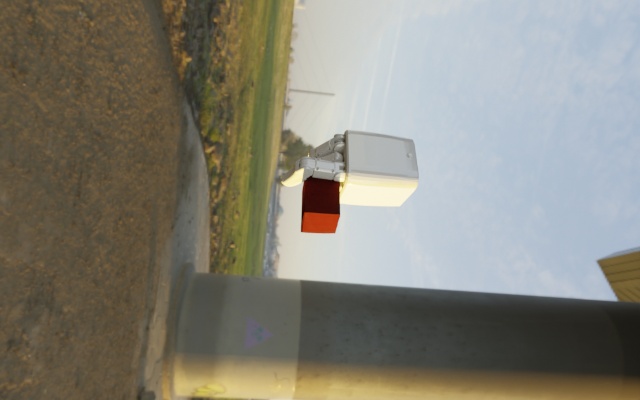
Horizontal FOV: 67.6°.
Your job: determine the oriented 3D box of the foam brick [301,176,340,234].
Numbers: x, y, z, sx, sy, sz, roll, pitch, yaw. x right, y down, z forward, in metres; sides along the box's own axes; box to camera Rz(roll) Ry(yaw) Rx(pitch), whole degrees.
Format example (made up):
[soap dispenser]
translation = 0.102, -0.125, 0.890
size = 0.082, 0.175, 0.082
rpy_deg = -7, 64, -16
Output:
[foam brick]
translation = 0.000, 0.003, 0.690
size = 0.051, 0.078, 0.053
rpy_deg = 5, -36, -6
